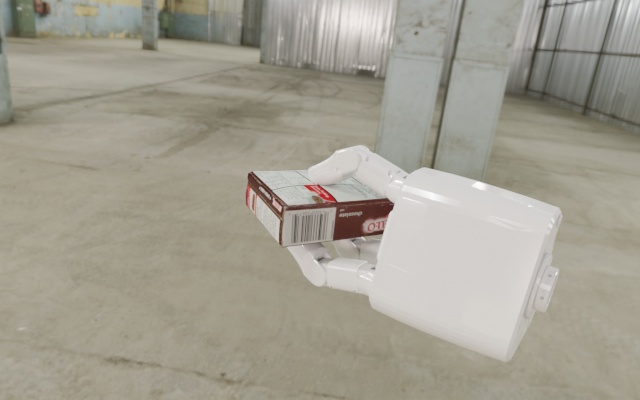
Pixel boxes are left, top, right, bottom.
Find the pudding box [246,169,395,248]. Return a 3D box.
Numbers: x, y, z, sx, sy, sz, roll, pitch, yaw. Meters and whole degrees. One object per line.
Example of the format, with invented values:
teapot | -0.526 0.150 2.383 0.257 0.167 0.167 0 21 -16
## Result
pudding box | 0.000 0.001 0.431 0.113 0.039 0.090 -3 22 -28
